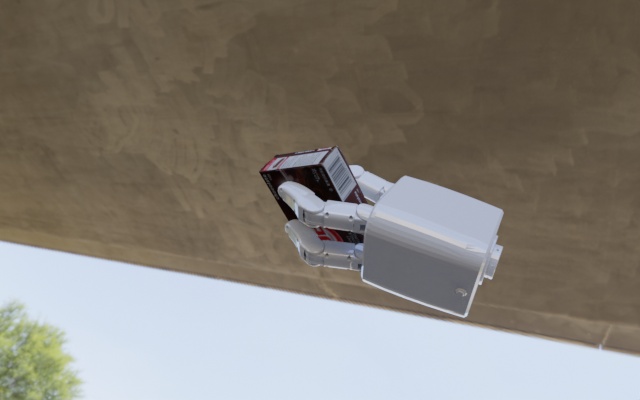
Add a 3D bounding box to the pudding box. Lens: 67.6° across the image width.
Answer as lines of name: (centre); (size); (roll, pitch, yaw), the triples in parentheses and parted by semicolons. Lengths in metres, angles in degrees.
pudding box: (0.000, 0.002, 0.503); (0.090, 0.113, 0.039); (-4, 33, 41)
